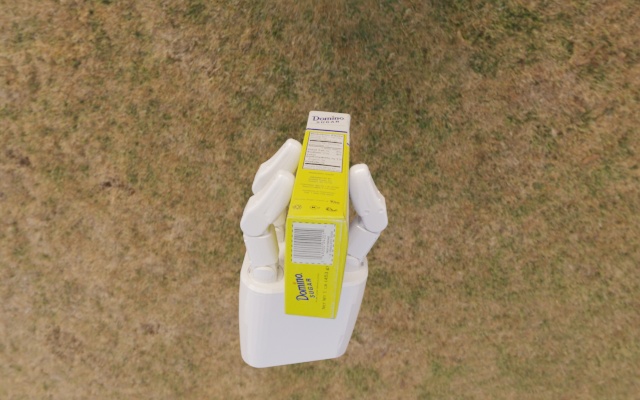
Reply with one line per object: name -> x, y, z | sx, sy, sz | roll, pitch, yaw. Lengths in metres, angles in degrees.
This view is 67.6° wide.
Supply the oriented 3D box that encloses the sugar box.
sugar box -> -0.001, 0.001, 0.401 | 0.048, 0.093, 0.176 | 4, 33, -1
